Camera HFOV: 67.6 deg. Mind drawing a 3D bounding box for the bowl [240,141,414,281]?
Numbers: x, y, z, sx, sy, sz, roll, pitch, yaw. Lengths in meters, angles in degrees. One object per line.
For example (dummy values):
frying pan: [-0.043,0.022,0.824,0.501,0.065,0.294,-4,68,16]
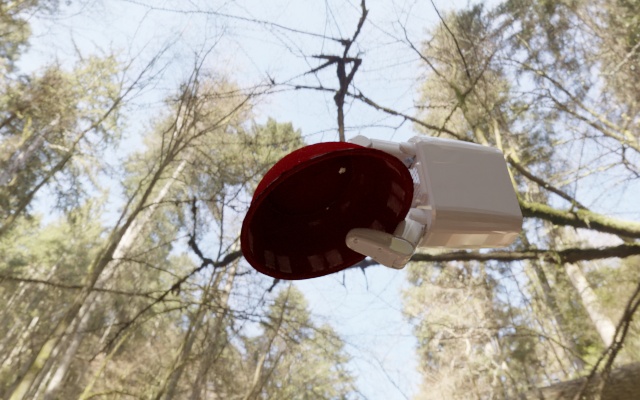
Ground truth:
bowl: [-0.001,0.001,0.432,0.162,0.162,0.055,0,43,-29]
